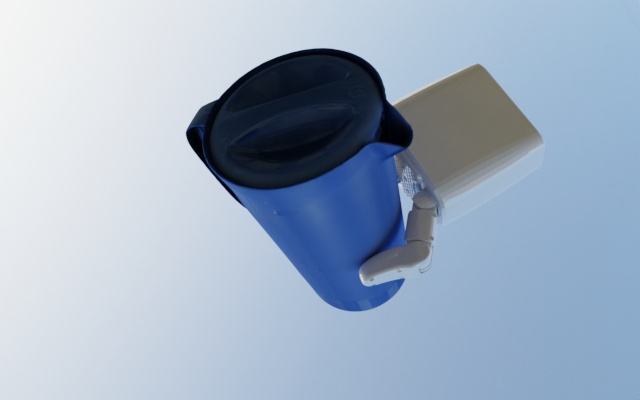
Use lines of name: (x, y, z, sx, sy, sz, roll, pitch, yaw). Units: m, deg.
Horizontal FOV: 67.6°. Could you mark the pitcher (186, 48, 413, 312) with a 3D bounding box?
pitcher: (0.000, 0.001, 0.422, 0.145, 0.149, 0.243, -30, -39, -4)
